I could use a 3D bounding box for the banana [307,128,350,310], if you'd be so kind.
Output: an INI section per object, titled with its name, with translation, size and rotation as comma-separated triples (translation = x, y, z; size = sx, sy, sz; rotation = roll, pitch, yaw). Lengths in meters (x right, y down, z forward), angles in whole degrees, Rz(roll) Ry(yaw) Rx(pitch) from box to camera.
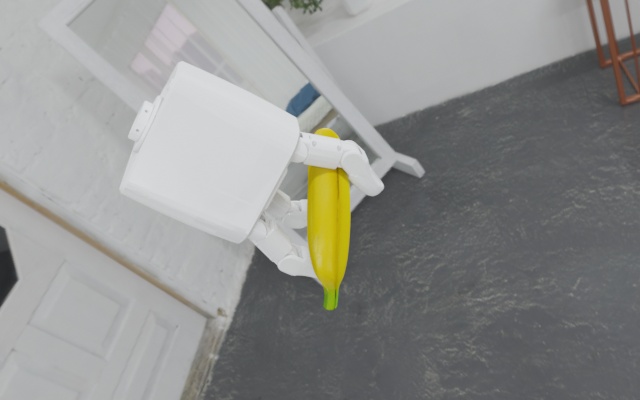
[banana]
translation = 0.004, -0.005, 0.440
size = 0.037, 0.197, 0.070
rotation = 7, -33, -11
